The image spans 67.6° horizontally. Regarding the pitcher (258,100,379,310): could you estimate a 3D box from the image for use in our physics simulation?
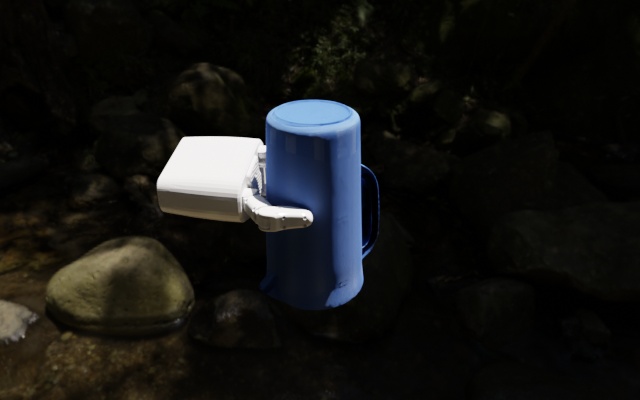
[{"bbox_3d":[0.000,0.002,0.604,0.145,0.243,0.149,5,29,9],"label":"pitcher"}]
